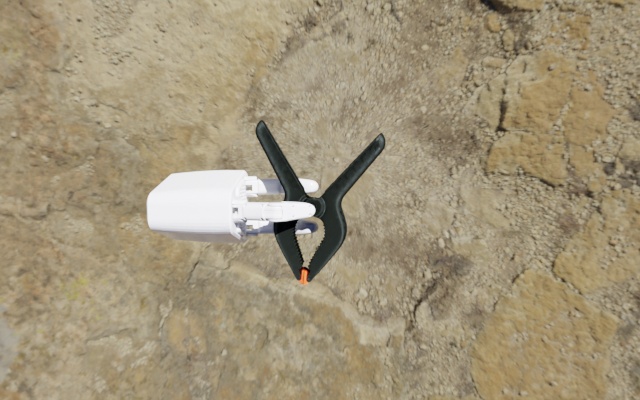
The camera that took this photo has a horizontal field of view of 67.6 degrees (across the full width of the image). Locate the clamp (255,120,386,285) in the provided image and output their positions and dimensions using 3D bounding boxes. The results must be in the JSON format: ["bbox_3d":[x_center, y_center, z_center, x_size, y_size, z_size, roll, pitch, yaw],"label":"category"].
[{"bbox_3d":[0.000,0.003,0.609,0.164,0.210,0.036,0,4,5],"label":"clamp"}]
